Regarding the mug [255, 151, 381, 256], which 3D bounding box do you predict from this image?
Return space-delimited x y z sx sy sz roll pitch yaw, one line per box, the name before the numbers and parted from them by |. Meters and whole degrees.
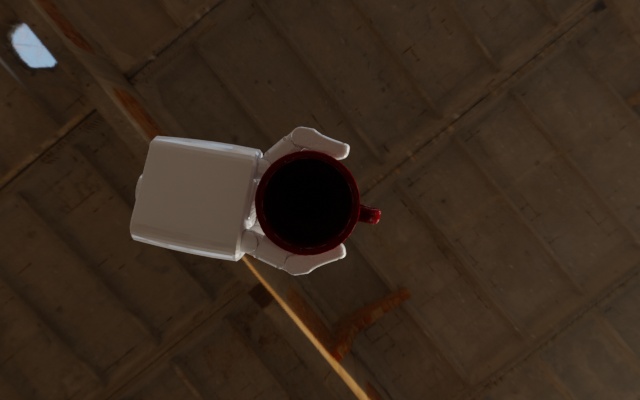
mug | 0.002 0.002 0.459 0.117 0.093 0.081 10 5 -1
